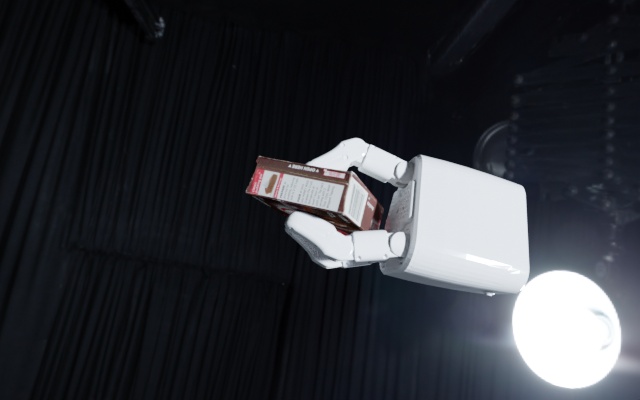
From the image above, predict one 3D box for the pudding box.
[{"bbox_3d":[0.000,0.001,0.429,0.090,0.039,0.113,11,-14,23],"label":"pudding box"}]
